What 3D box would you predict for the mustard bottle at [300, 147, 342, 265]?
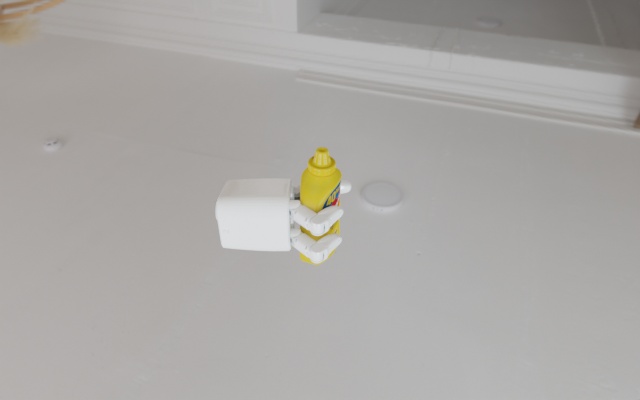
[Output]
[{"bbox_3d":[0.000,0.003,0.741,0.058,0.192,0.096,16,41,18],"label":"mustard bottle"}]
